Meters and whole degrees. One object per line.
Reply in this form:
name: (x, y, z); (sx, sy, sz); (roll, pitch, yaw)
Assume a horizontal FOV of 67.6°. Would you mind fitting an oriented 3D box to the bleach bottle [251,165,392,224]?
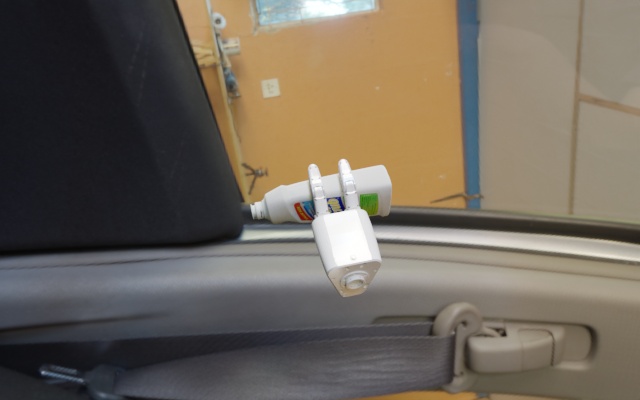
bleach bottle: (0.000, 0.003, 0.874); (0.251, 0.068, 0.103); (-11, -39, -6)
